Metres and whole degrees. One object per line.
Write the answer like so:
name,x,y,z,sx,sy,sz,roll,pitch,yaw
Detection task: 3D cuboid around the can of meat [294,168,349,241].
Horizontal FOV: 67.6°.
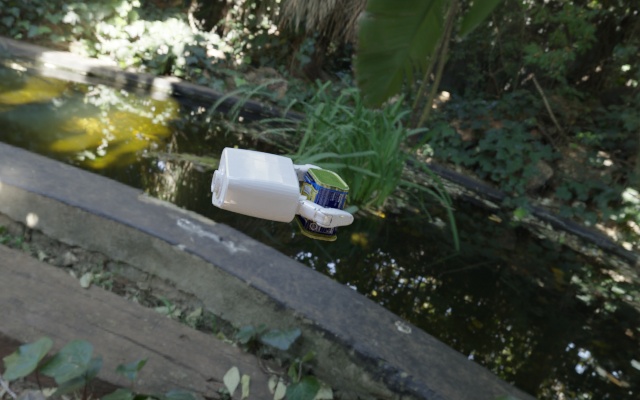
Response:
can of meat,0.000,0.002,0.741,0.057,0.084,0.102,11,17,-19
